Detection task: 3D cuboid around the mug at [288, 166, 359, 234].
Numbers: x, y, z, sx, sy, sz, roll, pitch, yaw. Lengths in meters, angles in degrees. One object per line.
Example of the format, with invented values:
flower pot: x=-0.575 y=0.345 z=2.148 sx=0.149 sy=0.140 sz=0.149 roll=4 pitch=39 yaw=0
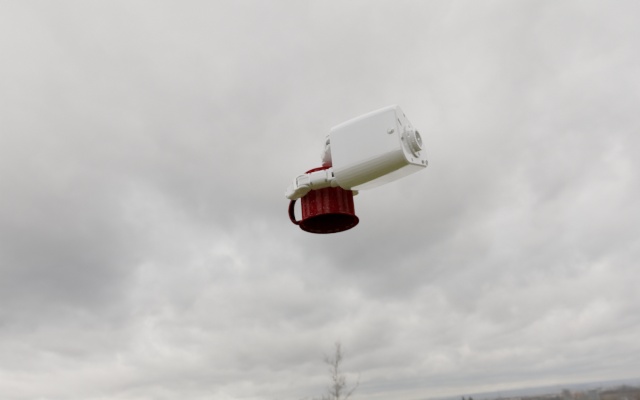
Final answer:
mug: x=-0.001 y=0.003 z=0.750 sx=0.117 sy=0.081 sz=0.093 roll=-18 pitch=-26 yaw=29
